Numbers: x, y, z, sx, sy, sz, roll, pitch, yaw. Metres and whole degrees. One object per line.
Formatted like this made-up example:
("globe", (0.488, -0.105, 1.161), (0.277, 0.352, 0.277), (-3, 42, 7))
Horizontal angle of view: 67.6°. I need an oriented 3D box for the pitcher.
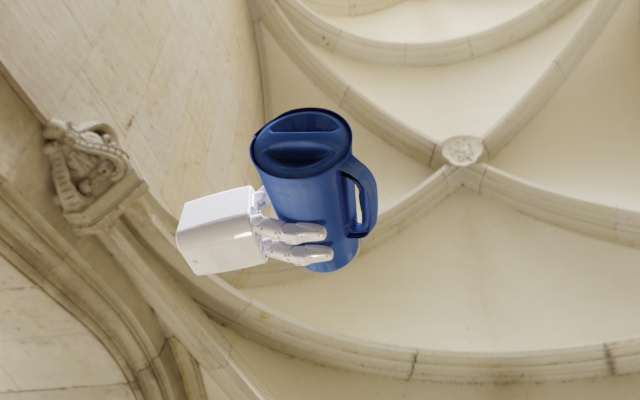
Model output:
("pitcher", (0.000, 0.002, 0.684), (0.145, 0.149, 0.243), (-14, -42, 0))
